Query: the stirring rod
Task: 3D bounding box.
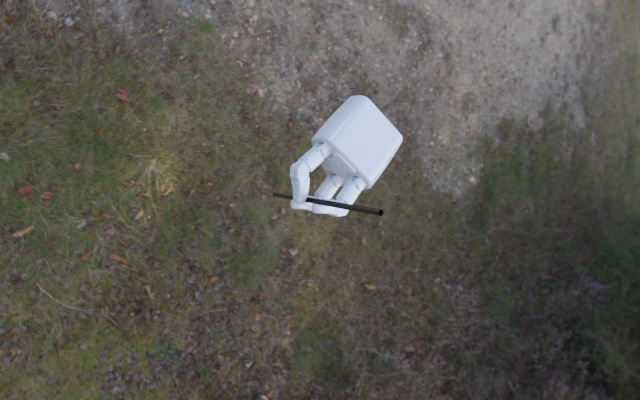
[{"bbox_3d":[0.000,0.002,0.683,0.011,0.011,0.239,0,6,-39],"label":"stirring rod"}]
